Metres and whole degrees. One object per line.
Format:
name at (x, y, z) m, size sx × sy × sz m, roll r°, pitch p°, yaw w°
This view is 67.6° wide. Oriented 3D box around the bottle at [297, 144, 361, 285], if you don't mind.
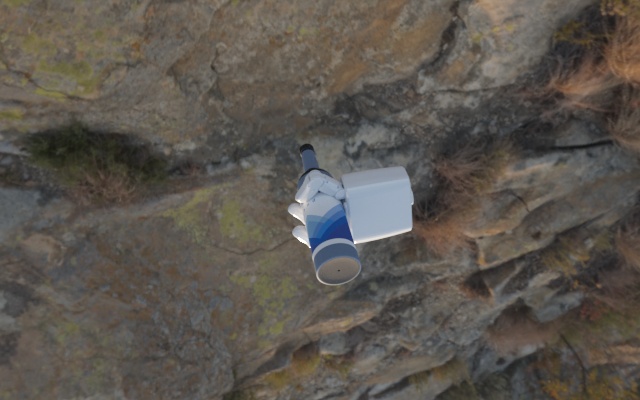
bottle at (0.000, 0.003, 0.792) m, size 0.069 × 0.069 × 0.295 m, roll 0°, pitch 42°, yaw -14°
